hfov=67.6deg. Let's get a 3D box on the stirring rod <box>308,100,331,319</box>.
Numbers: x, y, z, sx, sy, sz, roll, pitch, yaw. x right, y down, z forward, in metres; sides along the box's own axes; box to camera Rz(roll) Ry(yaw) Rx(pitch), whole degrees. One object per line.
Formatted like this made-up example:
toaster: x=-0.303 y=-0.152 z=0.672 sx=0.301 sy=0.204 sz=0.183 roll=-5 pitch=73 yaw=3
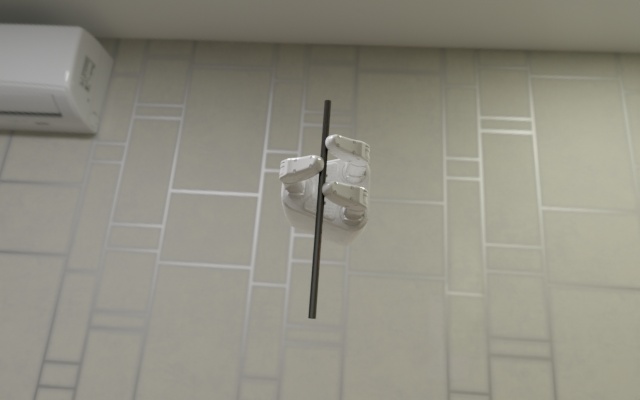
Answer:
stirring rod: x=0.000 y=0.002 z=0.505 sx=0.011 sy=0.239 sz=0.011 roll=4 pitch=-18 yaw=1
